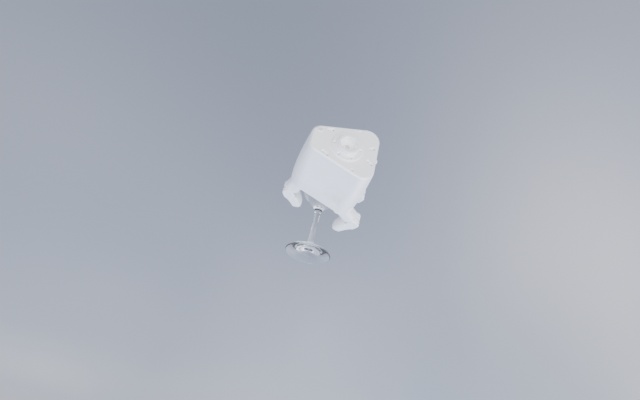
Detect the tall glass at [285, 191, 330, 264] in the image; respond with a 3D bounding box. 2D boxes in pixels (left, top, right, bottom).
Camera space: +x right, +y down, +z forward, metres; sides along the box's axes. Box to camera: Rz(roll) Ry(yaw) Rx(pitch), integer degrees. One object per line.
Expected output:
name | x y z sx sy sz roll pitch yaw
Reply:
tall glass | 0.000 0.003 0.819 0.079 0.201 0.079 10 -32 6
